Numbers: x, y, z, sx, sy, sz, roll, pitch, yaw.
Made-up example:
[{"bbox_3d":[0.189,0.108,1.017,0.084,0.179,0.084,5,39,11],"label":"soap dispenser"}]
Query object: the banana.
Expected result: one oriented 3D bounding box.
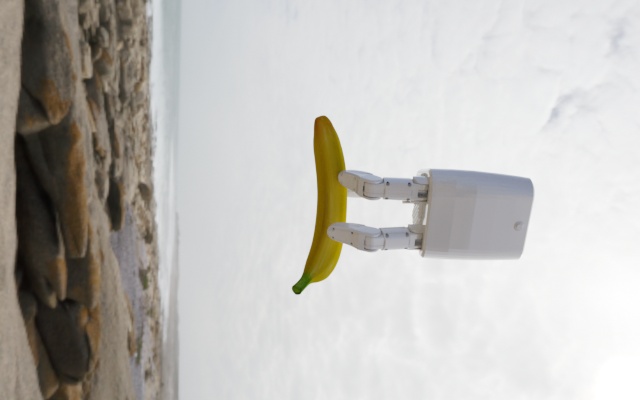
[{"bbox_3d":[0.007,0.007,0.542,0.037,0.198,0.069,5,-3,23],"label":"banana"}]
